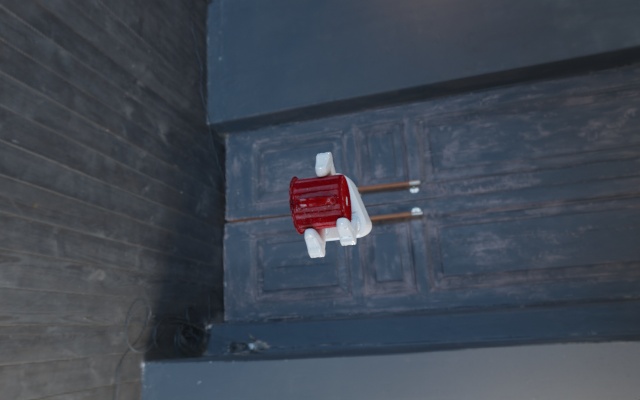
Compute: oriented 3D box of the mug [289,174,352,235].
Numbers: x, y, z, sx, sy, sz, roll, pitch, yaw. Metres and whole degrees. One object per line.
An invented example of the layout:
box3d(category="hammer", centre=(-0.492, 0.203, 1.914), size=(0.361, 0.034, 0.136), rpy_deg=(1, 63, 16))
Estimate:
box3d(category="mug", centre=(0.000, 0.002, 0.739), size=(0.081, 0.093, 0.117), rpy_deg=(-7, -5, 13))
